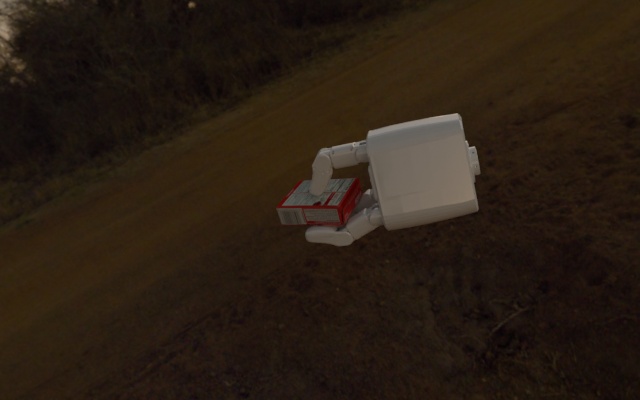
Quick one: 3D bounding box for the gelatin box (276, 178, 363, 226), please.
[{"bbox_3d":[0.000,0.002,0.602,0.089,0.030,0.073,-1,30,26],"label":"gelatin box"}]
